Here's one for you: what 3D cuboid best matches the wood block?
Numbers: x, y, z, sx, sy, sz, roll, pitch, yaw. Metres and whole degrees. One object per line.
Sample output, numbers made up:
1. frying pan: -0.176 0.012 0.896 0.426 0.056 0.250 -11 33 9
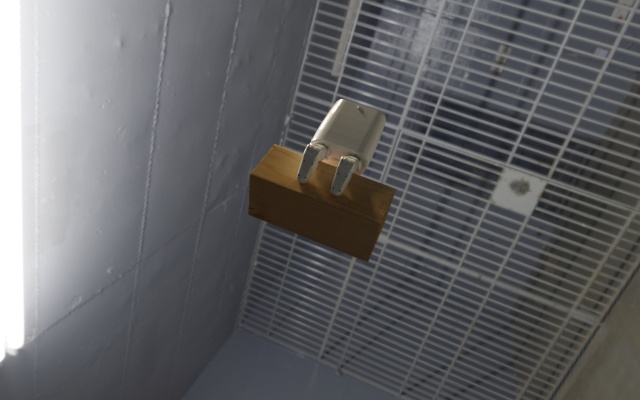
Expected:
1. wood block: 0.000 0.002 0.747 0.206 0.091 0.090 21 46 10
